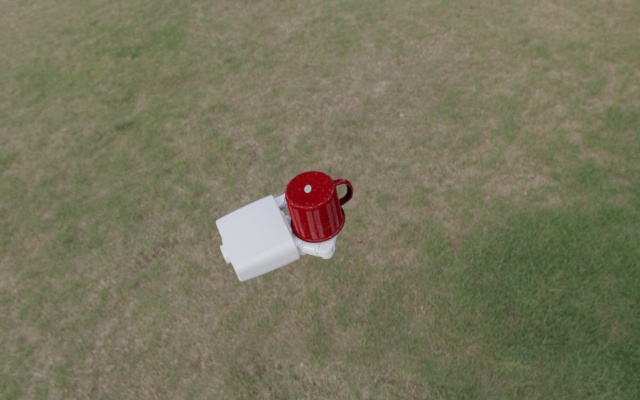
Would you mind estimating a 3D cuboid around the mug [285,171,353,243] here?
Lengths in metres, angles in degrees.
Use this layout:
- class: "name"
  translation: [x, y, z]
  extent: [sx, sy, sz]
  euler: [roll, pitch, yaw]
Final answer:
- class: "mug"
  translation: [0.001, 0.002, 0.766]
  extent: [0.117, 0.093, 0.082]
  euler: [-25, -40, -10]
